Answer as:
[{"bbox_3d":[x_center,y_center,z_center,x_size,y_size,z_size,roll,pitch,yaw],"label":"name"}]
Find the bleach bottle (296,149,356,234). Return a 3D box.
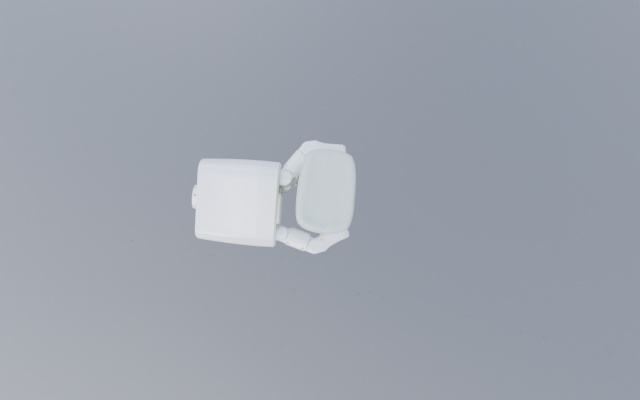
[{"bbox_3d":[0.000,0.002,0.670,0.068,0.102,0.251,7,-8,-3],"label":"bleach bottle"}]
